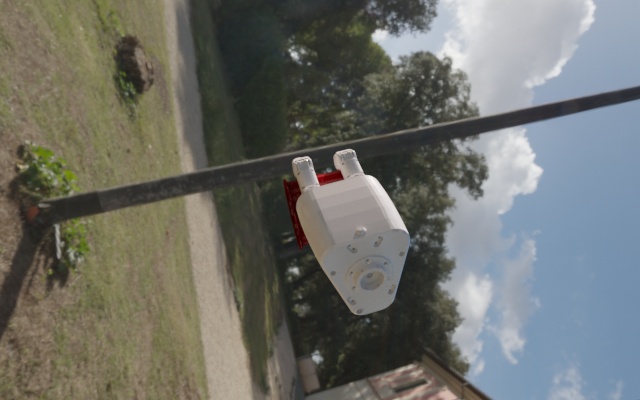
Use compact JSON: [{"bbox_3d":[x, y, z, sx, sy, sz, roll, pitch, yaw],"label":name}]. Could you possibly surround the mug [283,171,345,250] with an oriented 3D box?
[{"bbox_3d":[0.000,0.001,0.617,0.081,0.093,0.117,-14,35,-6],"label":"mug"}]
